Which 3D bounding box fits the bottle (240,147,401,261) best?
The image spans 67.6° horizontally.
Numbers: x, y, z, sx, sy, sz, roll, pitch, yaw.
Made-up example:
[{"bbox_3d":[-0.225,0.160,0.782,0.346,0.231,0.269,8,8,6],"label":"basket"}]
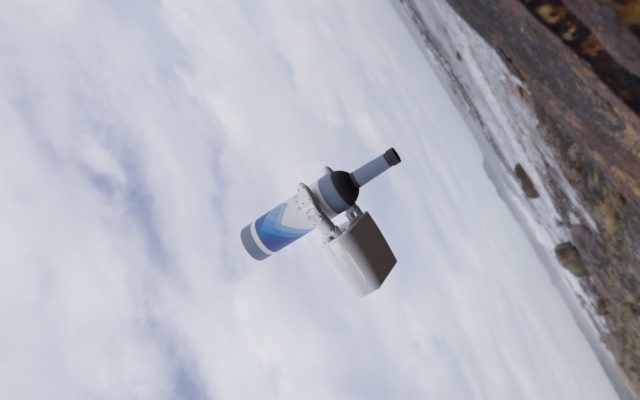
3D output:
[{"bbox_3d":[0.000,0.003,0.785,0.296,0.069,0.069,-32,-12,19],"label":"bottle"}]
